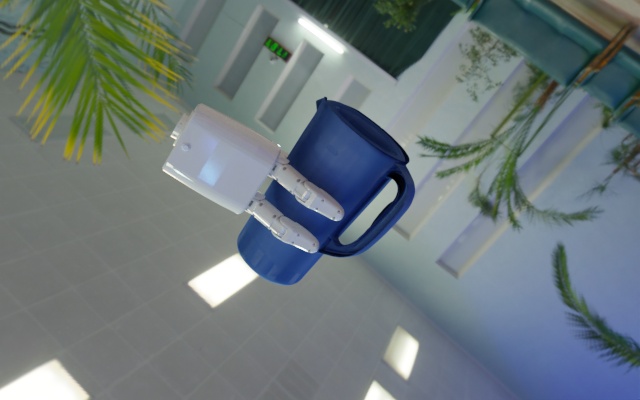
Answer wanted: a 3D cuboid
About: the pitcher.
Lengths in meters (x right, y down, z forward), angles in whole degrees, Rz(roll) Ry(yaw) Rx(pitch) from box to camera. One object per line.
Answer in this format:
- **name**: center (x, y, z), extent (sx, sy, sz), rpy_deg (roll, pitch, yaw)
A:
- **pitcher**: center (0.000, 0.002, 0.626), extent (0.145, 0.243, 0.149), rpy_deg (30, 22, -18)
